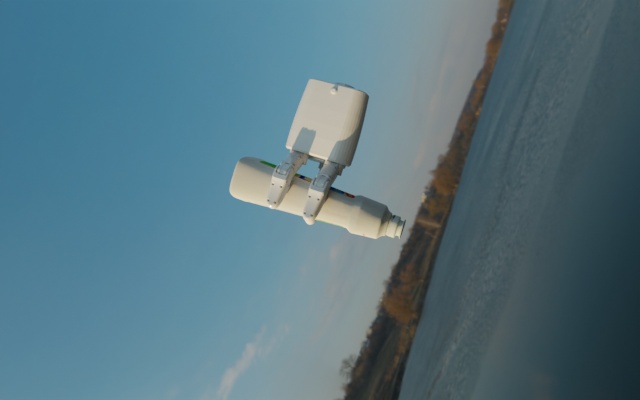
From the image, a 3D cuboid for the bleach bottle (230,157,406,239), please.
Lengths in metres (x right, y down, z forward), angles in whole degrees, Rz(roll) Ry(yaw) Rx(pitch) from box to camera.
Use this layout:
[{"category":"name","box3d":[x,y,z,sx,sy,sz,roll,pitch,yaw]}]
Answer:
[{"category":"bleach bottle","box3d":[0.000,0.002,0.697,0.251,0.068,0.102,18,3,14]}]
